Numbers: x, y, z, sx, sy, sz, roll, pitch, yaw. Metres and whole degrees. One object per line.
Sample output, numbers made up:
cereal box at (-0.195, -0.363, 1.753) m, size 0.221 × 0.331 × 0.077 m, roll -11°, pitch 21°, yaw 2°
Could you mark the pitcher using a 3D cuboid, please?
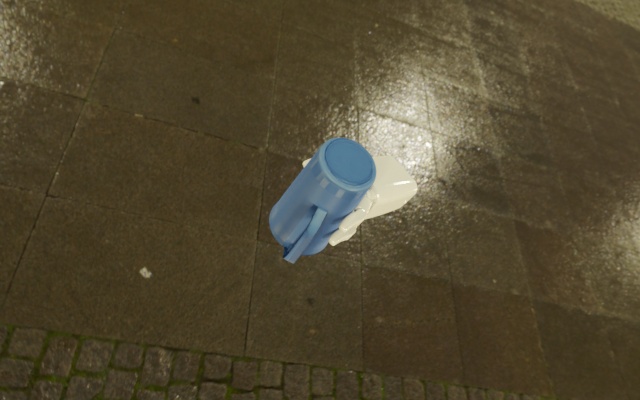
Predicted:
pitcher at (0.000, 0.003, 0.876) m, size 0.145 × 0.149 × 0.243 m, roll -12°, pitch -24°, yaw -31°
